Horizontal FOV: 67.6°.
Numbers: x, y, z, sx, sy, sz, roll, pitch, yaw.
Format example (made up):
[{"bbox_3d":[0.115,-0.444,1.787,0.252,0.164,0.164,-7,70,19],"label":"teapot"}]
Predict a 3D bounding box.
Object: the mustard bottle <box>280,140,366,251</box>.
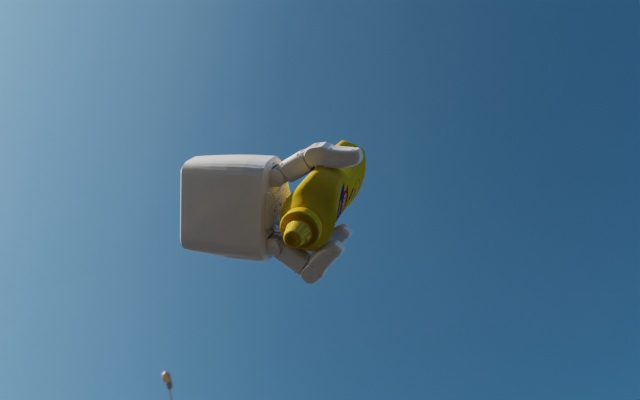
[{"bbox_3d":[0.000,0.002,0.529,0.058,0.096,0.191,26,27,6],"label":"mustard bottle"}]
